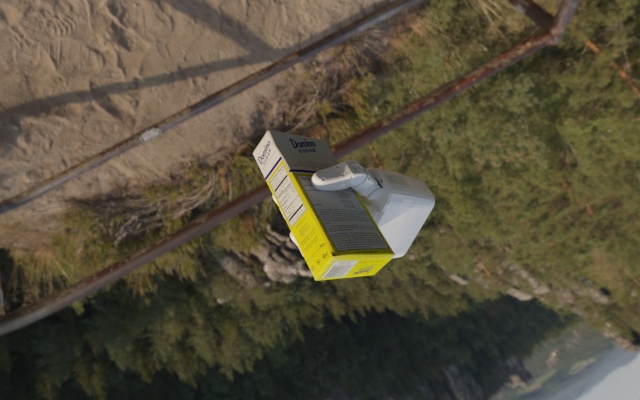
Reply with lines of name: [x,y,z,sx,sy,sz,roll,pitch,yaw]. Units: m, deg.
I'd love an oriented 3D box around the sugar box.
sugar box: [0.000,0.002,0.529,0.093,0.176,0.048,4,-46,-43]
